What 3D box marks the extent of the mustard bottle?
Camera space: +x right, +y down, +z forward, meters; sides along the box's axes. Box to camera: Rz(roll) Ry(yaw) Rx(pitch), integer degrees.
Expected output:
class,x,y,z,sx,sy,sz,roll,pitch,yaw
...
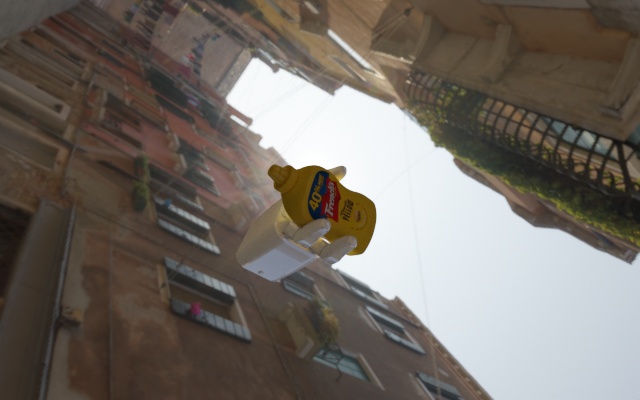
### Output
class,x,y,z,sx,sy,sz,roll,pitch,yaw
mustard bottle,0.001,0.002,0.704,0.192,0.096,0.058,33,-28,-31
